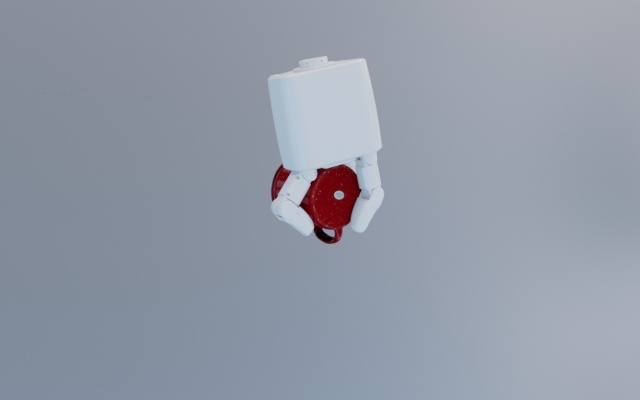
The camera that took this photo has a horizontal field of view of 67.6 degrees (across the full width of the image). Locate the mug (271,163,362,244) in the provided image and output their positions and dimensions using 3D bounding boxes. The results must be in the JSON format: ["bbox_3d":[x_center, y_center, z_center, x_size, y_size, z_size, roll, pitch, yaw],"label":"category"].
[{"bbox_3d":[0.000,0.003,0.605,0.093,0.117,0.081,-23,21,-32],"label":"mug"}]
